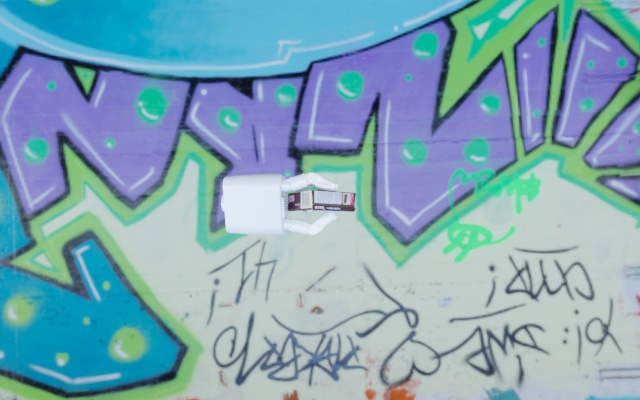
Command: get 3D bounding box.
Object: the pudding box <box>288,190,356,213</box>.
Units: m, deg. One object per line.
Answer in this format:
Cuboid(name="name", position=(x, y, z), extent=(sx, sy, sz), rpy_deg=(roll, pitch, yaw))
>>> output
Cuboid(name="pudding box", position=(0.000, 0.003, 0.885), extent=(0.090, 0.039, 0.113), rpy_deg=(2, -1, -26))
